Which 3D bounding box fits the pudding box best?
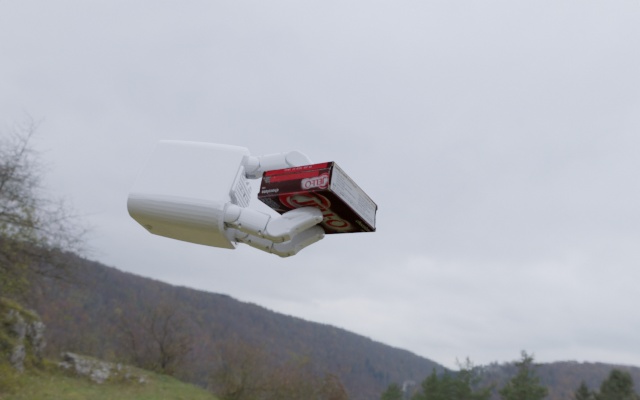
[{"bbox_3d":[0.000,0.002,0.526,0.090,0.039,0.113,-5,-25,32],"label":"pudding box"}]
